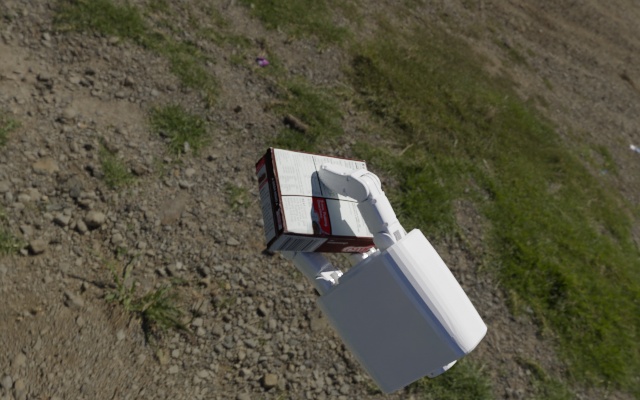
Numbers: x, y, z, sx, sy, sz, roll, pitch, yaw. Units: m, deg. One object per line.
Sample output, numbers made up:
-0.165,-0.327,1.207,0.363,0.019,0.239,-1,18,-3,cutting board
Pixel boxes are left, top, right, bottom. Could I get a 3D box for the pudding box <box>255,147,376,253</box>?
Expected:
0.000,0.001,0.453,0.113,0.090,0.039,6,-31,-33,pudding box
